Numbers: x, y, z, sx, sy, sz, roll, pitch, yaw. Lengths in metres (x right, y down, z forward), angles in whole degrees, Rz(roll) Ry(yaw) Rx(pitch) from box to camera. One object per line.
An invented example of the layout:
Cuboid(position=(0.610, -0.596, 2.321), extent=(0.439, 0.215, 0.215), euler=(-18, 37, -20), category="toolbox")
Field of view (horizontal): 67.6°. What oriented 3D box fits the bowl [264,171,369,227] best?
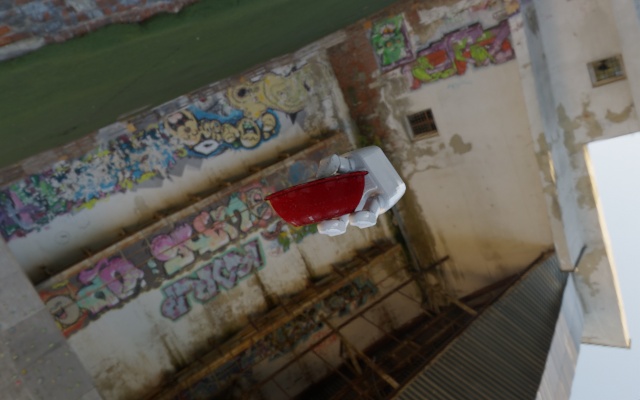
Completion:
Cuboid(position=(-0.001, 0.003, 0.713), extent=(0.162, 0.055, 0.162), euler=(-14, -3, -1), category="bowl")
